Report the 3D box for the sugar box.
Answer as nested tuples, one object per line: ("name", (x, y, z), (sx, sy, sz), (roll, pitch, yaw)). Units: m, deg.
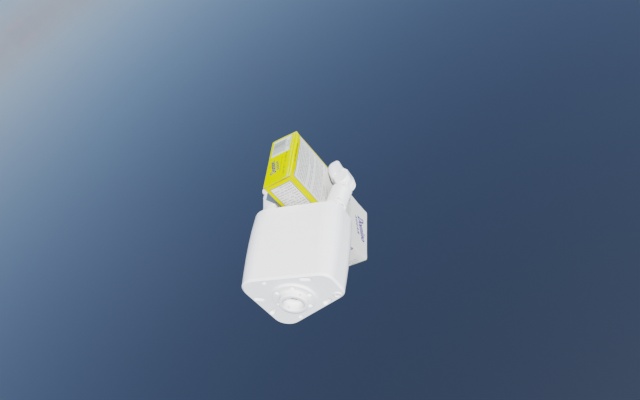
("sugar box", (0.000, 0.002, 0.629), (0.048, 0.093, 0.176), (-22, -52, 24))
